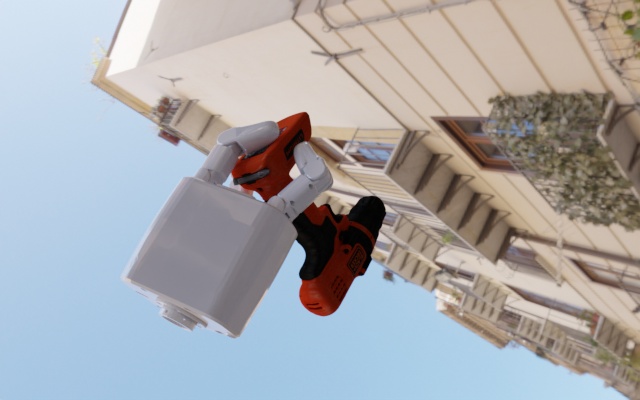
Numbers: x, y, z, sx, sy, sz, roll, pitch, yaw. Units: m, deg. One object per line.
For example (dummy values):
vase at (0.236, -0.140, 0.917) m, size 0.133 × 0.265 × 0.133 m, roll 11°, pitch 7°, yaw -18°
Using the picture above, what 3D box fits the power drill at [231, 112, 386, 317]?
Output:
power drill at (0.000, 0.002, 0.523) m, size 0.057 × 0.188 × 0.184 m, roll -16°, pitch 27°, yaw 37°
